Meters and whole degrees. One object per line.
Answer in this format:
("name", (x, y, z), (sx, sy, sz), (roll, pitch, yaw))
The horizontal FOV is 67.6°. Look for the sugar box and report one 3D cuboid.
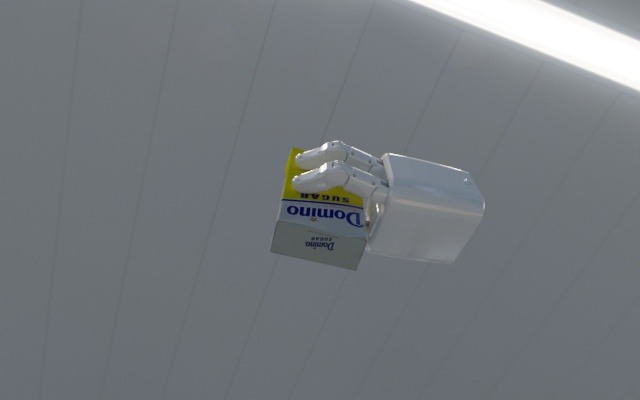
("sugar box", (0.000, 0.001, 0.542), (0.093, 0.048, 0.176), (13, 27, -6))
